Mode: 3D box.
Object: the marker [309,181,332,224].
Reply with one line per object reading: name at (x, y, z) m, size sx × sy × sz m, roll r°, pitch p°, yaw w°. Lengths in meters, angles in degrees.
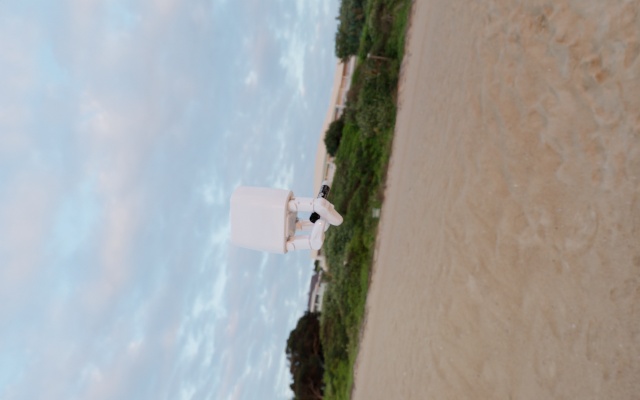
marker at (0.000, 0.003, 0.882) m, size 0.020 × 0.020 × 0.121 m, roll 0°, pitch 35°, yaw 15°
